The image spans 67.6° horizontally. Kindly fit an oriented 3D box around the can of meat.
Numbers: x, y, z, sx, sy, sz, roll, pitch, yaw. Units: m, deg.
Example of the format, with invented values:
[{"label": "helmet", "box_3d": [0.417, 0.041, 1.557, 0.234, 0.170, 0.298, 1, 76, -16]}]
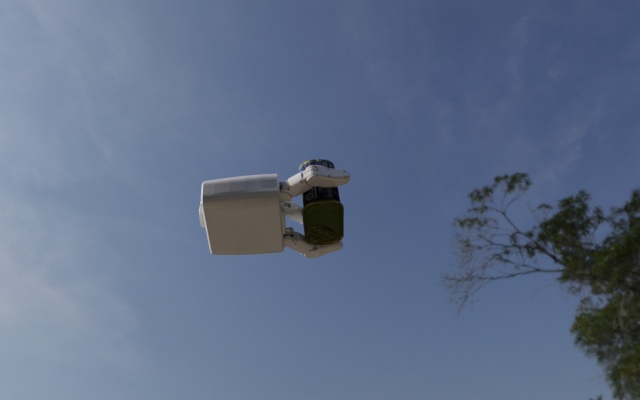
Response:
[{"label": "can of meat", "box_3d": [0.000, 0.002, 0.695, 0.057, 0.084, 0.102, -6, -38, -2]}]
